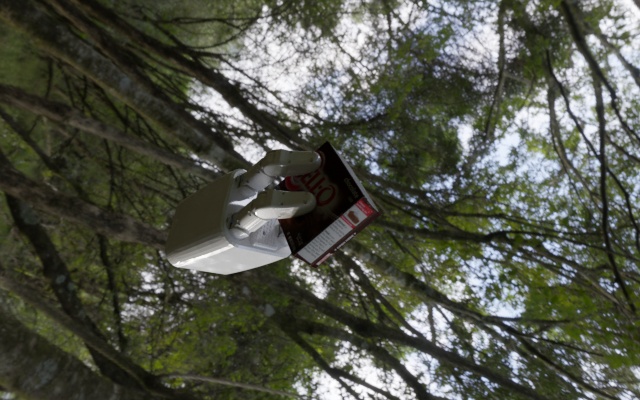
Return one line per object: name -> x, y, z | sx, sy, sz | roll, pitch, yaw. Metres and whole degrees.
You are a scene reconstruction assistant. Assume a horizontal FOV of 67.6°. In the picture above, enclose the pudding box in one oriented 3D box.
pudding box -> 0.000, 0.002, 0.491 | 0.039, 0.090, 0.113 | 40, 14, -39
